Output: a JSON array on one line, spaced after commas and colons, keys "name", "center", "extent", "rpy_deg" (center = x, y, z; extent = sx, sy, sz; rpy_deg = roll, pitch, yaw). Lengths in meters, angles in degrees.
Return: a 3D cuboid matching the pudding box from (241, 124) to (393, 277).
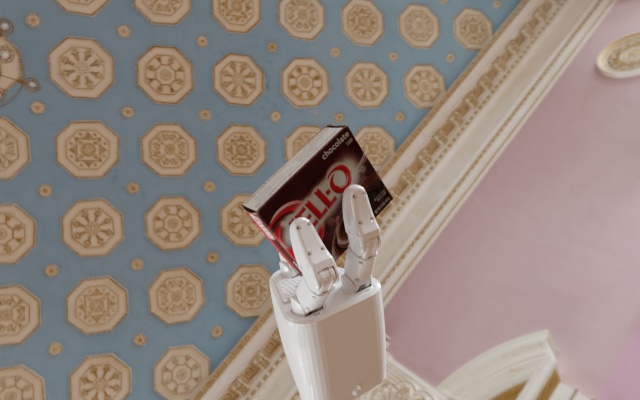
[{"name": "pudding box", "center": [0.000, 0.001, 0.424], "extent": [0.113, 0.090, 0.039], "rpy_deg": [-47, 31, -17]}]
